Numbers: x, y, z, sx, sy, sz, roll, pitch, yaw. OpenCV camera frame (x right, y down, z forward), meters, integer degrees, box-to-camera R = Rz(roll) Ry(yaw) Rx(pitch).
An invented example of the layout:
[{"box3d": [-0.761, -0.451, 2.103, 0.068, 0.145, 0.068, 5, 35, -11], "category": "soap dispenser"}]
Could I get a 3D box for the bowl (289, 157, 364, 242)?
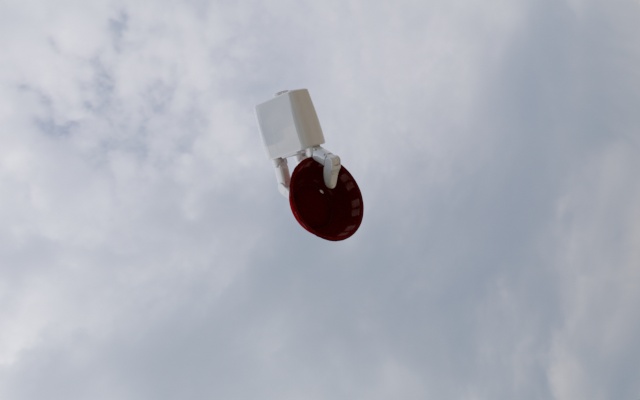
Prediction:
[{"box3d": [0.000, 0.004, 0.868, 0.162, 0.162, 0.055, 0, -19, -37], "category": "bowl"}]
